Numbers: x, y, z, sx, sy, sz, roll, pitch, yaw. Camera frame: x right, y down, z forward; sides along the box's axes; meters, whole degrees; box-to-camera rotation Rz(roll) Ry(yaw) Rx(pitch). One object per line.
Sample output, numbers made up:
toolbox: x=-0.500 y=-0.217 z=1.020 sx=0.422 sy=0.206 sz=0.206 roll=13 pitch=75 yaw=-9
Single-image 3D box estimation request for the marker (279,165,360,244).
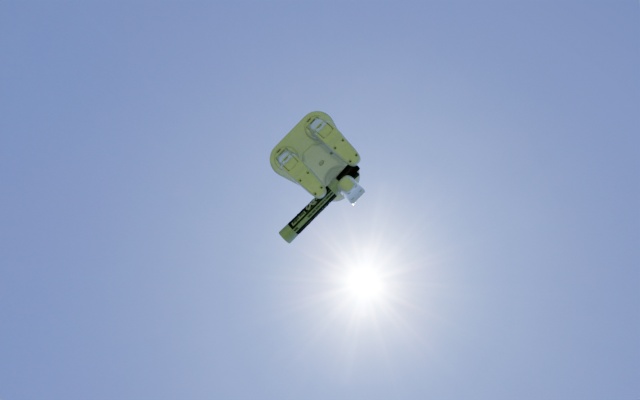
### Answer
marker: x=0.000 y=0.002 z=0.558 sx=0.121 sy=0.020 sz=0.020 roll=-45 pitch=1 yaw=1
